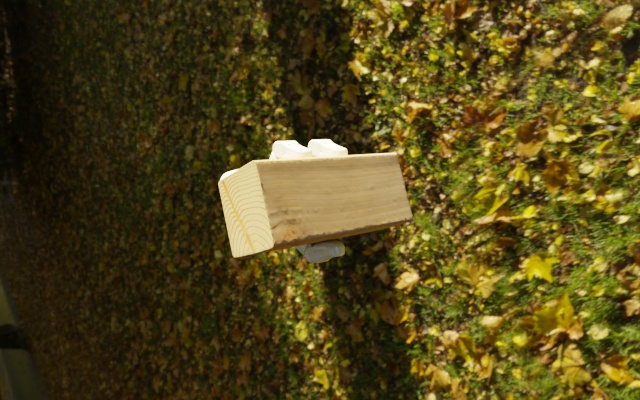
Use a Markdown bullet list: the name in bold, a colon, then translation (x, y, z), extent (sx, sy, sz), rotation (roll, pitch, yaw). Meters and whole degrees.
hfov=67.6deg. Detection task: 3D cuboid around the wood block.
- **wood block**: translation (0.000, 0.002, 0.561), extent (0.206, 0.091, 0.090), rotation (-8, -8, -38)
